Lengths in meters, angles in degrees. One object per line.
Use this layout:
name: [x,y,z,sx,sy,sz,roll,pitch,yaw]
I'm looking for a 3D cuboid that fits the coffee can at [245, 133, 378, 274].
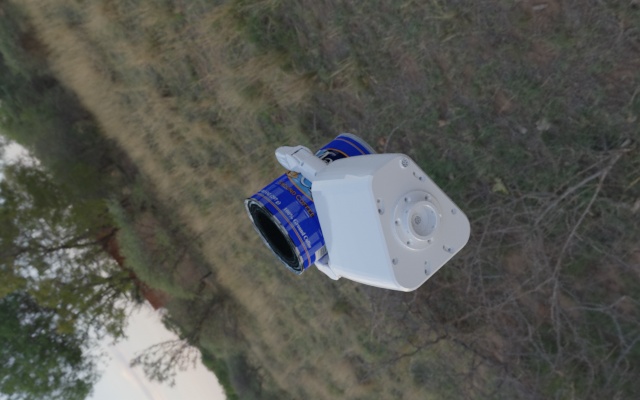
coffee can: [0.000,0.002,0.548,0.140,0.103,0.103,-36,14,-20]
